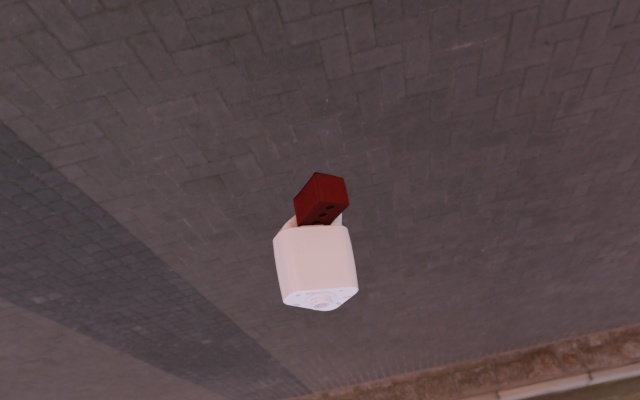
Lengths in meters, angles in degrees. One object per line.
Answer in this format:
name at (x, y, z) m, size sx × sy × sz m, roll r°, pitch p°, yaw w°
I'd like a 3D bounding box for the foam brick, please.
foam brick at (0.000, 0.002, 0.729) m, size 0.053 × 0.051 × 0.078 m, roll 8°, pitch -36°, yaw -28°
